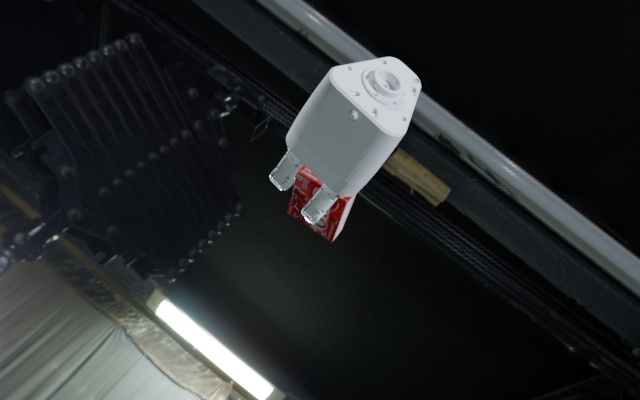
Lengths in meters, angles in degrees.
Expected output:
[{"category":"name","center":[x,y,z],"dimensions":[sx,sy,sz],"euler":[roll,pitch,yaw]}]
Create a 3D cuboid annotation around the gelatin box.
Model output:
[{"category":"gelatin box","center":[0.000,0.002,0.601],"dimensions":[0.073,0.089,0.030],"euler":[33,52,12]}]
